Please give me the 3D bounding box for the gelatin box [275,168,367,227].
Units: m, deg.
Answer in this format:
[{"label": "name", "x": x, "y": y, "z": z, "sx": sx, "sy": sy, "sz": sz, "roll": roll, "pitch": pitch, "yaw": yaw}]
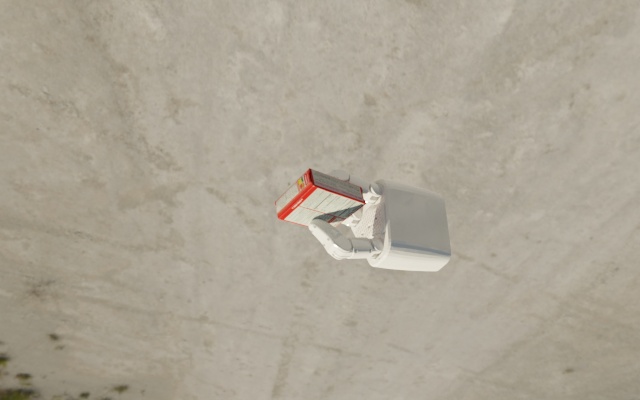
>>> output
[{"label": "gelatin box", "x": 0.000, "y": 0.002, "z": 0.594, "sx": 0.089, "sy": 0.030, "sz": 0.073, "roll": 17, "pitch": -44, "yaw": -37}]
